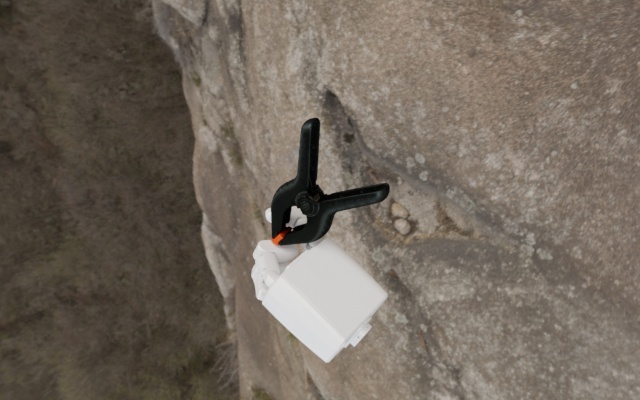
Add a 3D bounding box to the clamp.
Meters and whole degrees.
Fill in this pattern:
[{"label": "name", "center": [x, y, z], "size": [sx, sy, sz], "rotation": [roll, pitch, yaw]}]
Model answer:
[{"label": "clamp", "center": [0.000, 0.002, 0.557], "size": [0.120, 0.172, 0.039], "rotation": [40, 38, 13]}]
